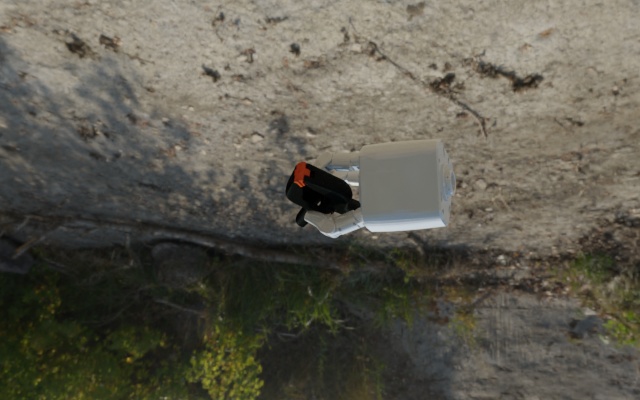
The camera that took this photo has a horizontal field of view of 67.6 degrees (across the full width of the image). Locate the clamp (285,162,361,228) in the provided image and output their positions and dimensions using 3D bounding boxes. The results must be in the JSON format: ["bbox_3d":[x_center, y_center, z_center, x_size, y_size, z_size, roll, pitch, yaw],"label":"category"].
[{"bbox_3d":[0.000,0.003,0.699,0.164,0.036,0.210,-3,-23,27],"label":"clamp"}]
